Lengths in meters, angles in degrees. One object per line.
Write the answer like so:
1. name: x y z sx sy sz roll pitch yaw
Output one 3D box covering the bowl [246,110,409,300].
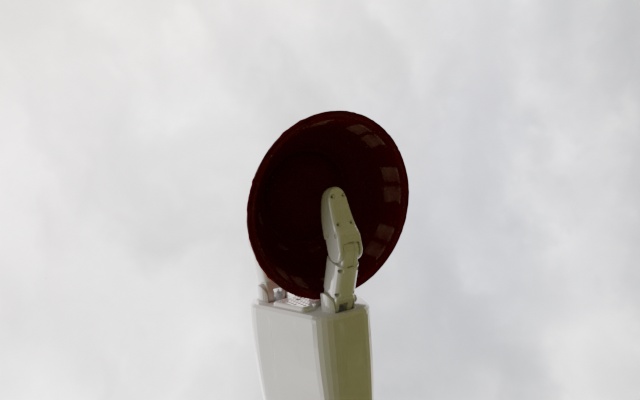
1. bowl: 0.000 0.000 0.422 0.162 0.162 0.055 0 11 -32
